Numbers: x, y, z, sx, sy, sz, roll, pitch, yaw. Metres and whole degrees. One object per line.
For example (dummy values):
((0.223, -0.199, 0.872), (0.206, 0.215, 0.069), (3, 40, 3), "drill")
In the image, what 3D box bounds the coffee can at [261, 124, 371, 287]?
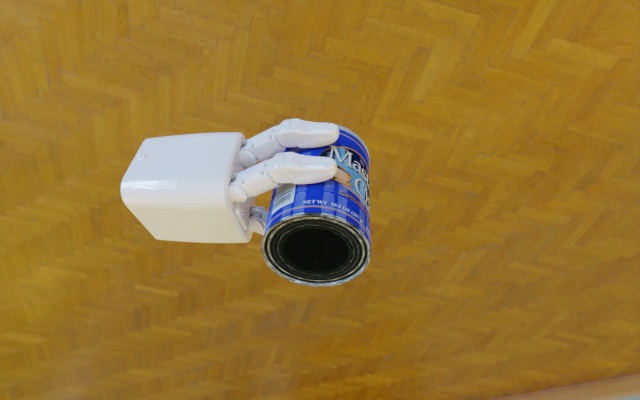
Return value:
((0.000, 0.002, 0.492), (0.103, 0.103, 0.140), (0, 43, 5), "coffee can")
